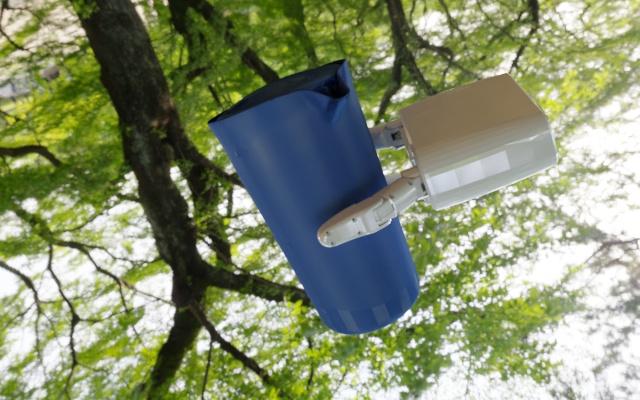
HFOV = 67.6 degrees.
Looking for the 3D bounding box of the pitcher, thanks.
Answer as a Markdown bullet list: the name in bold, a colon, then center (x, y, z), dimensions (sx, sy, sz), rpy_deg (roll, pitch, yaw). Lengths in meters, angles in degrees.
- **pitcher**: center (0.000, 0.001, 0.462), dimensions (0.145, 0.243, 0.149), rpy_deg (-21, 19, 11)
